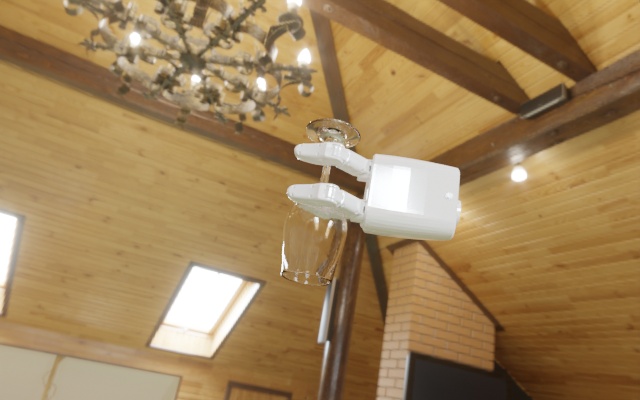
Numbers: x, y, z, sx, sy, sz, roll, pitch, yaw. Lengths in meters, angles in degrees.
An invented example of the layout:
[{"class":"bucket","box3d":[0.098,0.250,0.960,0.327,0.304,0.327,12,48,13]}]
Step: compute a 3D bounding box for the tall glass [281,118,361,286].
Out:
[{"class":"tall glass","box3d":[0.000,0.001,0.600,0.079,0.201,0.079,9,-21,4]}]
